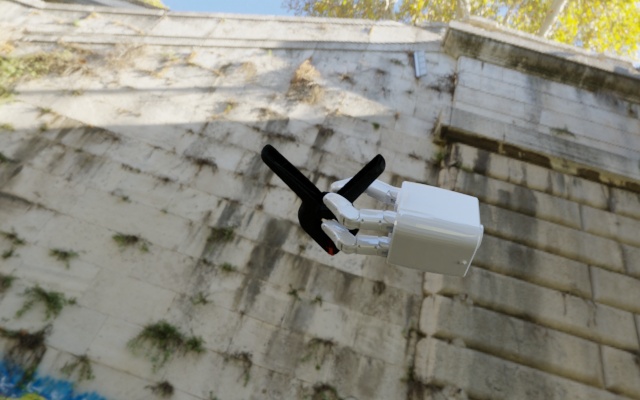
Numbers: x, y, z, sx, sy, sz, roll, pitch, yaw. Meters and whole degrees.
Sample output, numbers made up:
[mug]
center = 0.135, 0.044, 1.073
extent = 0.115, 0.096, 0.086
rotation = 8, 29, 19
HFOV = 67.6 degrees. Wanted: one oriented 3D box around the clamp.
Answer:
[clamp]
center = 0.001, 0.002, 0.680
extent = 0.164, 0.036, 0.210
rotation = 12, -41, 9
